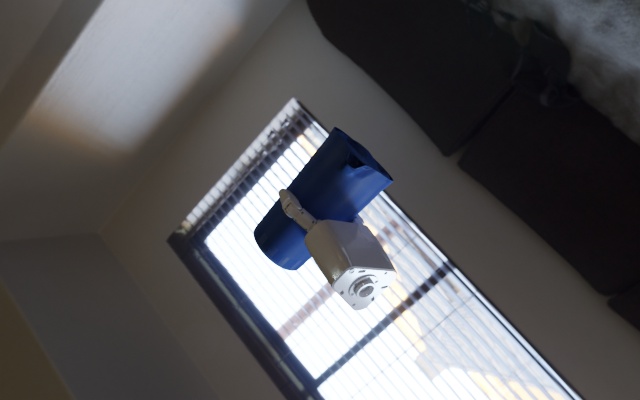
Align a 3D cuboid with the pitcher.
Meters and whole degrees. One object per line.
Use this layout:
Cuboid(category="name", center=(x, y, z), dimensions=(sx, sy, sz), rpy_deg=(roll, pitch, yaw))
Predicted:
Cuboid(category="pitcher", center=(0.000, 0.003, 0.831), dimensions=(0.149, 0.243, 0.145), rpy_deg=(30, 19, -43))
